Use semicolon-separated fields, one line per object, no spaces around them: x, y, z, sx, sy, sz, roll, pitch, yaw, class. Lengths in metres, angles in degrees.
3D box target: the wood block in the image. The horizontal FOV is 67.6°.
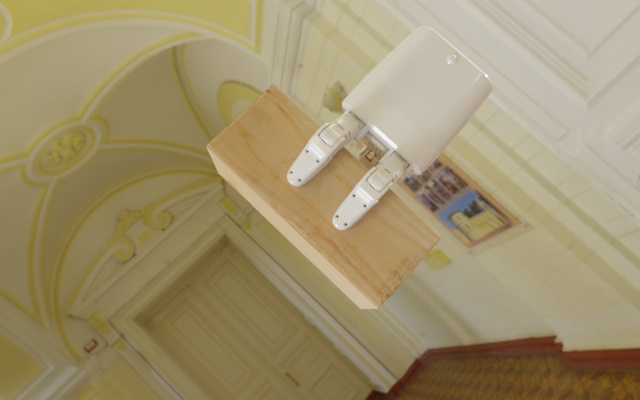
0.000;0.001;0.462;0.206;0.090;0.091;43;-12;6;wood block
